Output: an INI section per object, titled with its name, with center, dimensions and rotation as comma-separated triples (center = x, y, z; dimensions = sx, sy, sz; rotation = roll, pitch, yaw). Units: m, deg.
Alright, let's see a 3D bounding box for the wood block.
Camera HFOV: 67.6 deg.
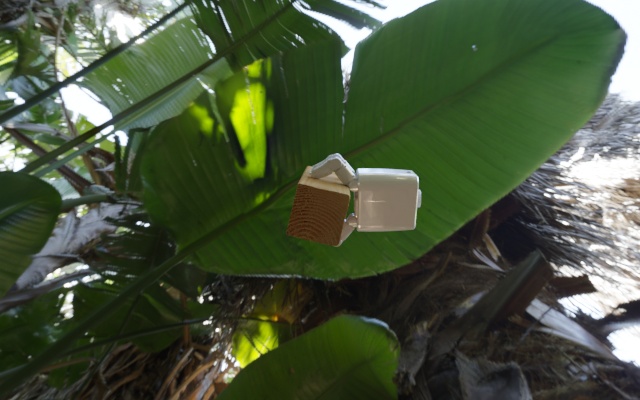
[wood block]
center = 0.000, 0.003, 0.869
dimensions = 0.090, 0.091, 0.206
rotation = 13, 12, 0
